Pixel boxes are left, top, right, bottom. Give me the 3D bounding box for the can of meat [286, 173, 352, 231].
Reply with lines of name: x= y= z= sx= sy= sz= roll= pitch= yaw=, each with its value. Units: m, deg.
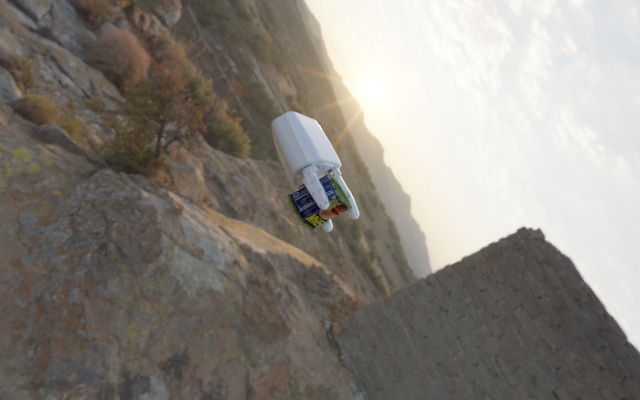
can of meat: x=0.000 y=0.003 z=0.826 sx=0.084 sy=0.057 sz=0.102 roll=-29 pitch=-20 yaw=7
